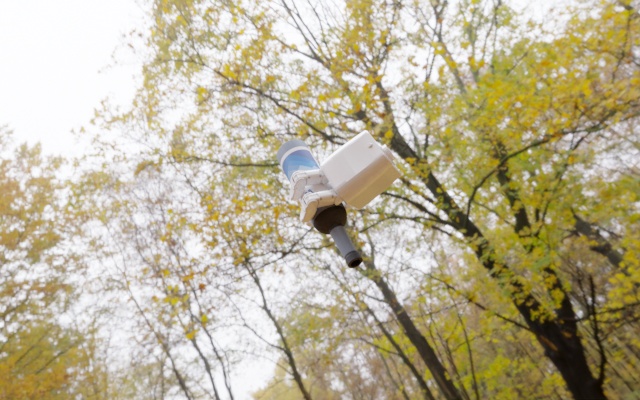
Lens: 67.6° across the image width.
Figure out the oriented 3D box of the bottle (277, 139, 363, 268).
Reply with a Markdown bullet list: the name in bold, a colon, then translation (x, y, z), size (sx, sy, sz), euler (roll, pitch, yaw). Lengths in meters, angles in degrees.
- **bottle**: translation (0.000, 0.003, 0.878), size (0.069, 0.069, 0.295), euler (0, 43, -33)
